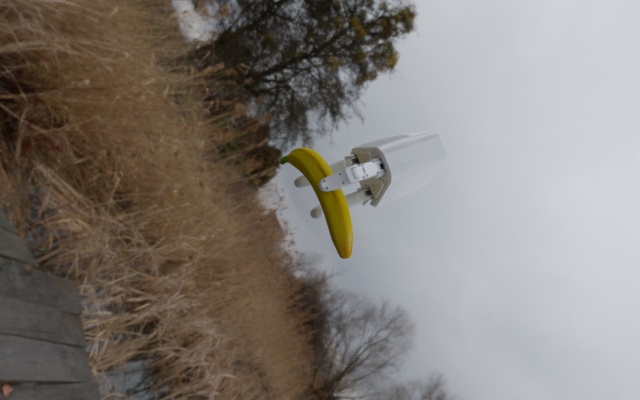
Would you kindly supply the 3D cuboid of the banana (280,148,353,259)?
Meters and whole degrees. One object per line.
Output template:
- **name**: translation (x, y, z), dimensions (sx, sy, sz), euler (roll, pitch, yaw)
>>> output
- **banana**: translation (0.003, -0.012, 0.688), dimensions (0.037, 0.197, 0.070), euler (-16, -31, -28)
